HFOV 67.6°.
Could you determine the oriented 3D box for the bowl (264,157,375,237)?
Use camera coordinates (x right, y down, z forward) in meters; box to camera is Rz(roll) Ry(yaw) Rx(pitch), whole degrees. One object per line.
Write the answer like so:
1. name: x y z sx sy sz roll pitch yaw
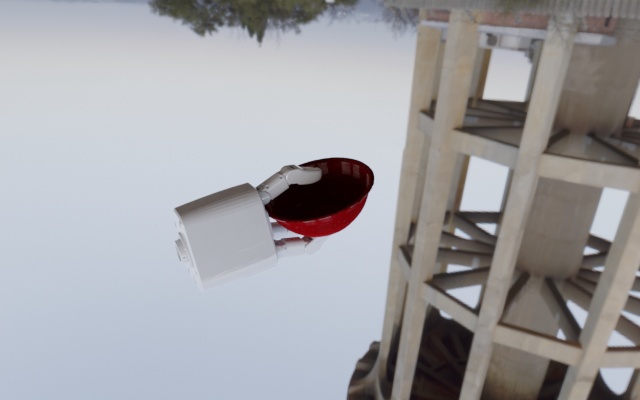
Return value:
1. bowl: 0.001 0.002 0.668 0.162 0.055 0.162 -12 32 7
